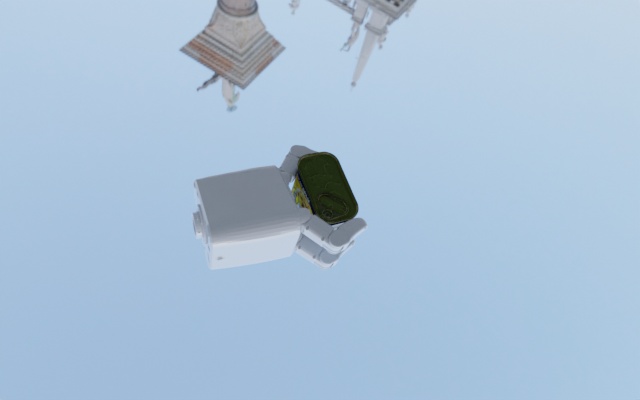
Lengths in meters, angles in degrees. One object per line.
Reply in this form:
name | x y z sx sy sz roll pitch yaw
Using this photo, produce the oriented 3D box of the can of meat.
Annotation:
can of meat | 0.000 0.002 0.628 0.057 0.102 0.084 -13 -26 -21
